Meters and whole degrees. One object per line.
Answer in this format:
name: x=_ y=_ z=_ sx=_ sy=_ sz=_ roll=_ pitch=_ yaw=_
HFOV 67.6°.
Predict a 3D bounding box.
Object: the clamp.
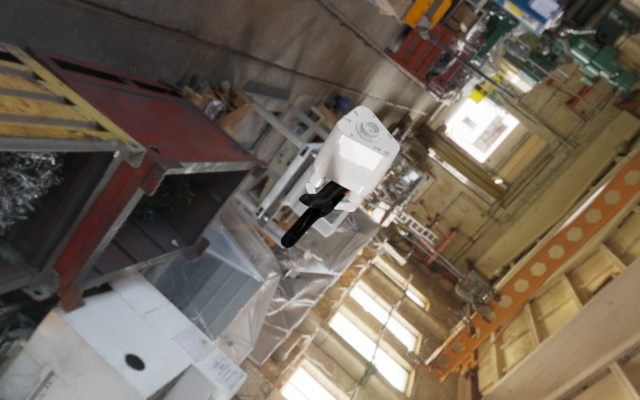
clamp: x=0.001 y=0.003 z=0.827 sx=0.171 sy=0.039 sz=0.120 roll=-43 pitch=-10 yaw=-39
